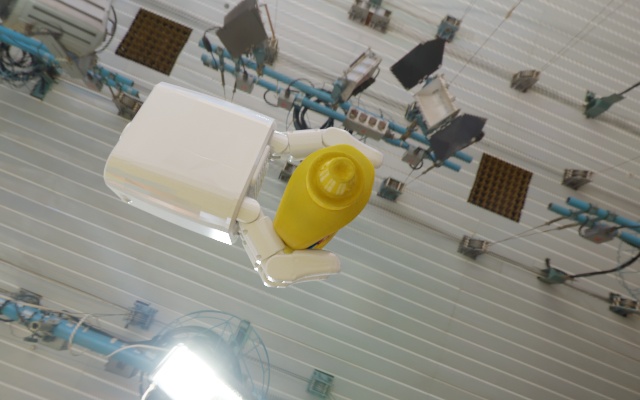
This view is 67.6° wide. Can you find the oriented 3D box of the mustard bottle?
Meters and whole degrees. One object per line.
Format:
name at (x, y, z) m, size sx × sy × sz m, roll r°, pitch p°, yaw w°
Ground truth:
mustard bottle at (0.000, 0.002, 0.401) m, size 0.096 × 0.058 × 0.192 m, roll -45°, pitch -4°, yaw -15°
